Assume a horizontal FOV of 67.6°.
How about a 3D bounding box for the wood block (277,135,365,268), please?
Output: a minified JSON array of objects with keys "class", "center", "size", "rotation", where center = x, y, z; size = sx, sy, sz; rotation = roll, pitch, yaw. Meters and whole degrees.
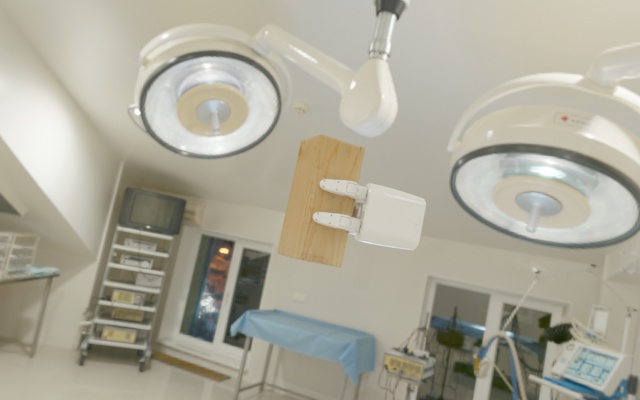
[{"class":"wood block","center":[0.000,0.003,0.826],"size":[0.090,0.206,0.091],"rotation":[14,-6,-23]}]
